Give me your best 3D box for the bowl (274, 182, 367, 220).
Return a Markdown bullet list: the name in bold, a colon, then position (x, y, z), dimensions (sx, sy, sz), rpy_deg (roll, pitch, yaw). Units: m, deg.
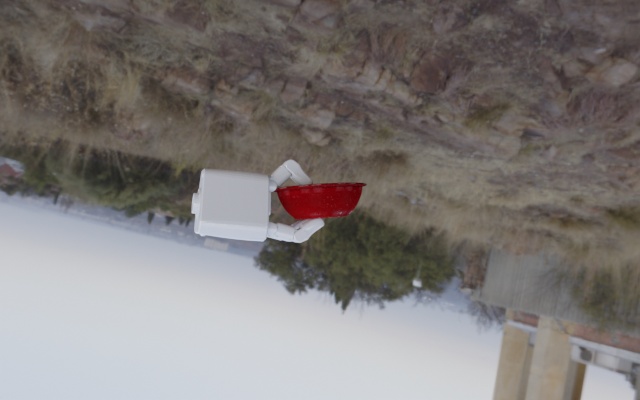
- **bowl**: position (0.001, 0.003, 0.819), dimensions (0.162, 0.055, 0.162), rpy_deg (-4, -2, 0)
